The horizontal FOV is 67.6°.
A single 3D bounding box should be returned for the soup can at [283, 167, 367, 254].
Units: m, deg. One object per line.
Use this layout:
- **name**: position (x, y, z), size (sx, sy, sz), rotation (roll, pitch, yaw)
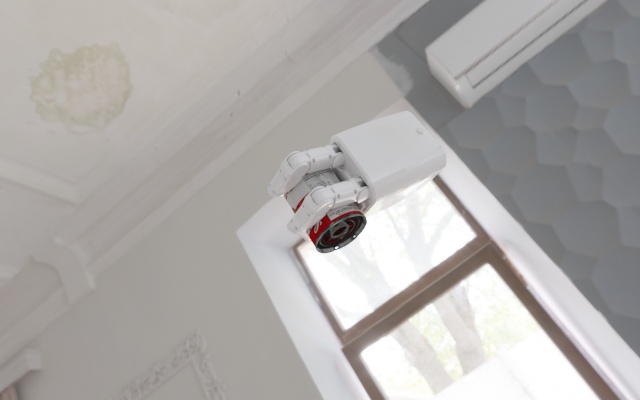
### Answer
- **soup can**: position (-0.001, 0.002, 0.564), size (0.068, 0.102, 0.068), rotation (-25, -29, -15)
